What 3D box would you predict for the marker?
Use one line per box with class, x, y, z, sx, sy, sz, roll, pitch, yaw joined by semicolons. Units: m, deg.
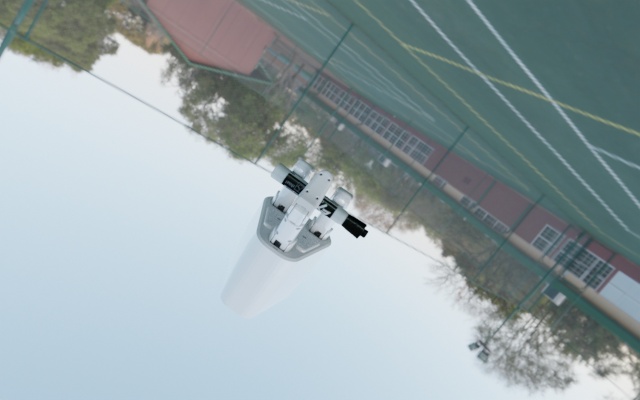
marker;0.000;0.002;0.513;0.121;0.020;0.020;36;1;2
